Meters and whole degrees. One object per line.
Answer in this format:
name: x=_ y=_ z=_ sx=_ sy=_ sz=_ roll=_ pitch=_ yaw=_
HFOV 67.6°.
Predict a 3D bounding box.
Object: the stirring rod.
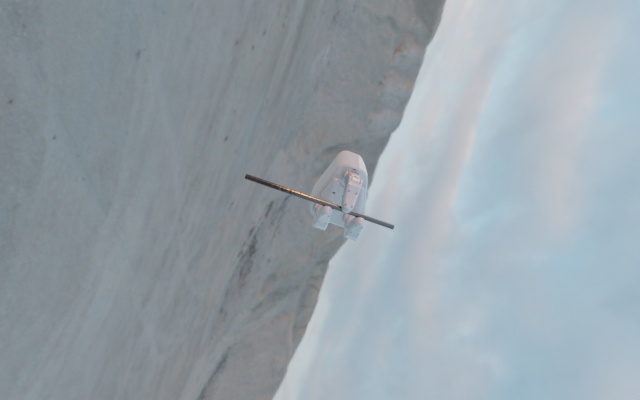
stirring rod: x=0.000 y=0.002 z=0.730 sx=0.239 sy=0.011 sz=0.011 roll=19 pitch=-2 yaw=-5
